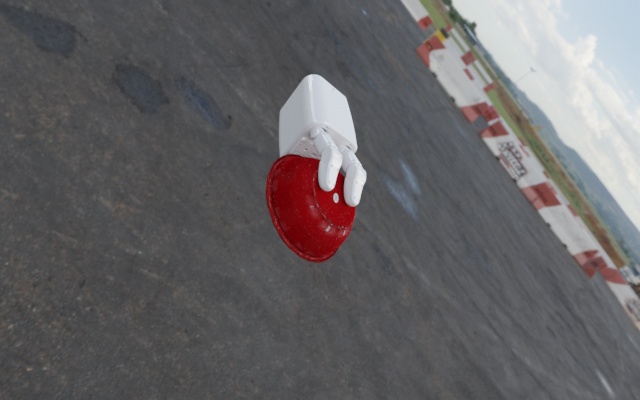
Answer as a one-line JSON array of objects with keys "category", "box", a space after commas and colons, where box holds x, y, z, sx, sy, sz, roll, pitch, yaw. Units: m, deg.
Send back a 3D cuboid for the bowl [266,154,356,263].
[{"category": "bowl", "box": [0.001, 0.003, 0.665, 0.055, 0.162, 0.162, -21, -13, 36]}]
